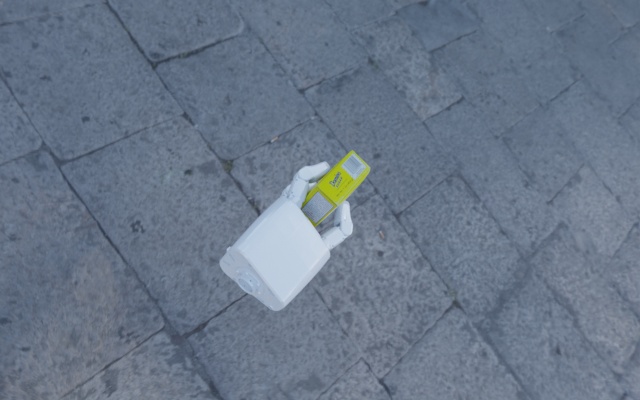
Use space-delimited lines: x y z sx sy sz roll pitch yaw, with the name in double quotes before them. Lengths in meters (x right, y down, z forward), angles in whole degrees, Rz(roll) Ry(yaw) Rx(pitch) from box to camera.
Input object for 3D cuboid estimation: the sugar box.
"sugar box" 0.000 0.002 0.730 0.093 0.048 0.176 -46 2 -35
